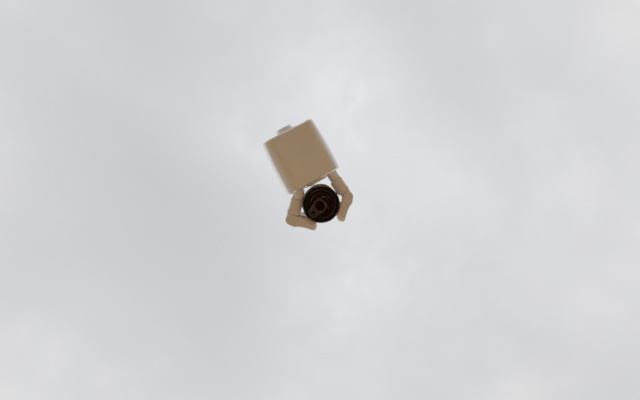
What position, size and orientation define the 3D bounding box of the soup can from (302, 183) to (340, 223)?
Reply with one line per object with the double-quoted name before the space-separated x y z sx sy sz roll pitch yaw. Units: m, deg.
"soup can" 0.000 0.003 0.898 0.068 0.068 0.102 0 5 -1
